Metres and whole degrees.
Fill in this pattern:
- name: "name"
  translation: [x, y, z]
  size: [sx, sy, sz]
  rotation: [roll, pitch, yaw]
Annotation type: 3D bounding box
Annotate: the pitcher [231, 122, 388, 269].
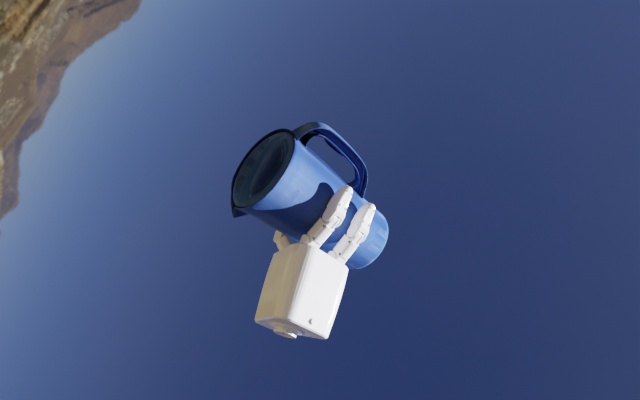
- name: "pitcher"
  translation: [0.000, 0.003, 0.726]
  size: [0.149, 0.145, 0.243]
  rotation: [-12, -38, 45]
